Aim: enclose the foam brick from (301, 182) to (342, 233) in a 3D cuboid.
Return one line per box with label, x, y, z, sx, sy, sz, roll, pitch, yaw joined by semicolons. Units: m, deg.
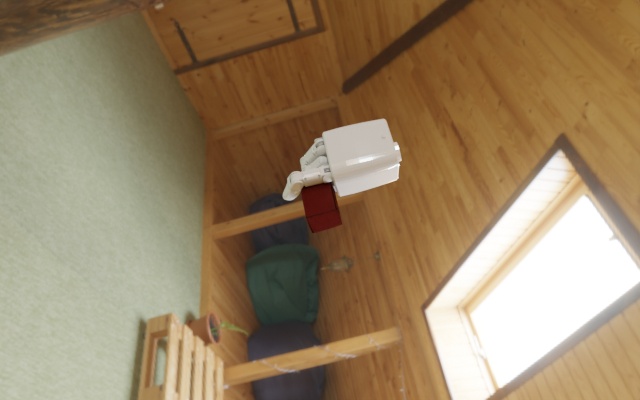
foam brick;0.000;0.003;0.768;0.051;0.078;0.053;-14;-32;4
